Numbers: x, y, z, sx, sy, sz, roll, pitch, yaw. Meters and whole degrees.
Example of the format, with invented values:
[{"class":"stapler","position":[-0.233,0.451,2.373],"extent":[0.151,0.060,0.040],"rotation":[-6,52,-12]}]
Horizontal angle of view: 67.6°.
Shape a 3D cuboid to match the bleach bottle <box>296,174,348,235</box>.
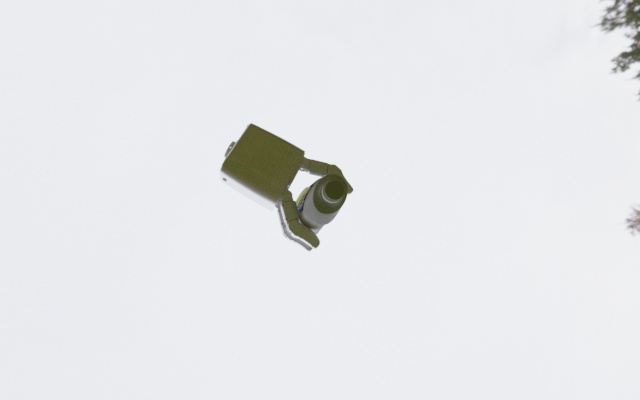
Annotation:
[{"class":"bleach bottle","position":[0.000,0.003,0.785],"extent":[0.068,0.102,0.251],"rotation":[29,-15,-4]}]
